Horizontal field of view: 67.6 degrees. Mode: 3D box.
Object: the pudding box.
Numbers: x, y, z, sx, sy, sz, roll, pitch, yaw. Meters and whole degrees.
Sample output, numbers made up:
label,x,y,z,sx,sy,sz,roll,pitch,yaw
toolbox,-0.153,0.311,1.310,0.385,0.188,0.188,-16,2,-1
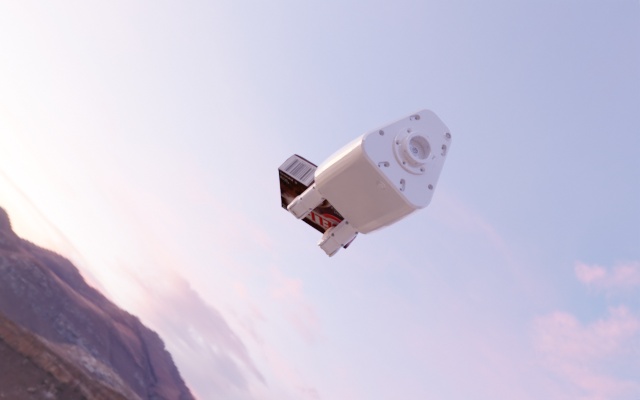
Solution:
label,x,y,z,sx,sy,sz,roll,pitch,yaw
pudding box,0.000,0.002,0.613,0.113,0.039,0.090,34,-29,19
